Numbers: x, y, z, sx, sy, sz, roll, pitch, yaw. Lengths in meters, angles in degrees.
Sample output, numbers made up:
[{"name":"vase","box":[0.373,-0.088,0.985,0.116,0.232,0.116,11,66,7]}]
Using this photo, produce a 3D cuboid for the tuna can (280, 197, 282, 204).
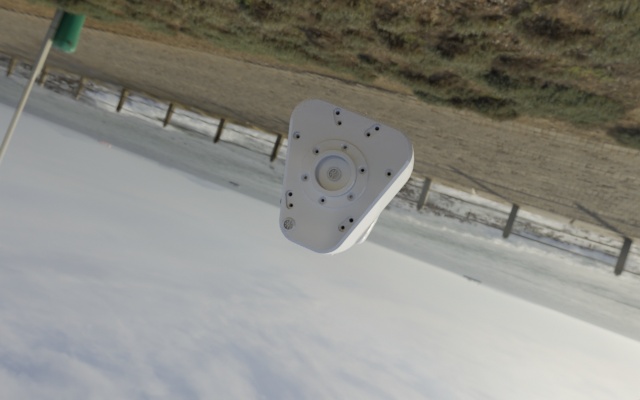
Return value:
[{"name":"tuna can","box":[0.000,0.002,0.524,0.086,0.034,0.086,20,3,-1]}]
